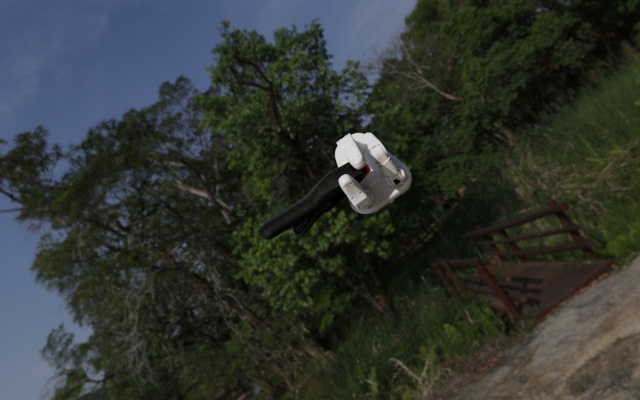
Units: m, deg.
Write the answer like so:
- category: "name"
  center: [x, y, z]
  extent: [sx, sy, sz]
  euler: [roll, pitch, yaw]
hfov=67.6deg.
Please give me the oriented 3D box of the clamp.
- category: "clamp"
  center: [0.000, 0.002, 0.679]
  extent: [0.171, 0.039, 0.120]
  euler: [-35, -9, 9]
